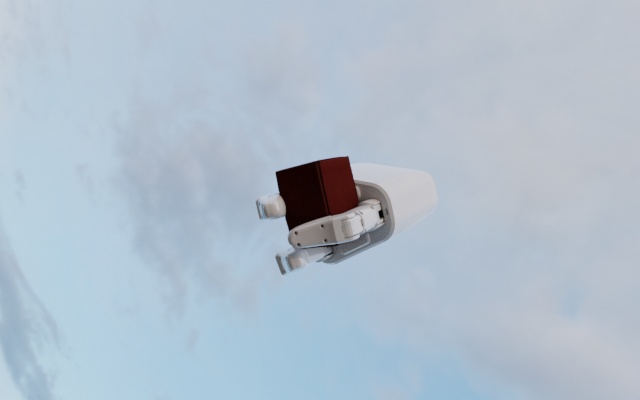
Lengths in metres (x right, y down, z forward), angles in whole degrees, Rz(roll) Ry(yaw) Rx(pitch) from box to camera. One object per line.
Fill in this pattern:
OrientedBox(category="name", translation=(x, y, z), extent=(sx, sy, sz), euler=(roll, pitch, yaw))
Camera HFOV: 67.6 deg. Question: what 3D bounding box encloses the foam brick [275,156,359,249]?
OrientedBox(category="foam brick", translation=(0.000, 0.001, 0.447), extent=(0.053, 0.078, 0.051), euler=(-8, 7, 38))
